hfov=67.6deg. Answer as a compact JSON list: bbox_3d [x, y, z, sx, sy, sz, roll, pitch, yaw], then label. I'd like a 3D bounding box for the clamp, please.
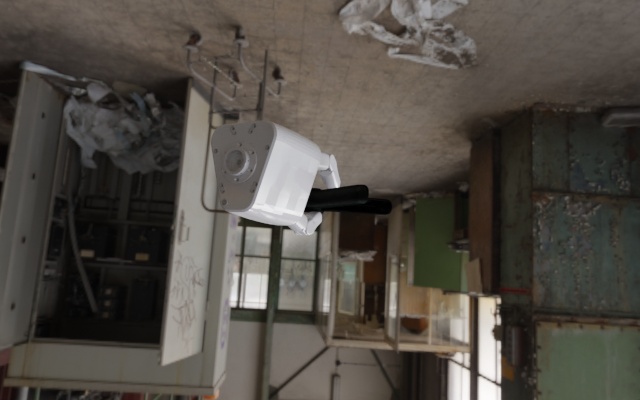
[{"bbox_3d":[-0.001,0.003,0.716,0.210,0.036,0.164,-1,-9,27],"label":"clamp"}]
